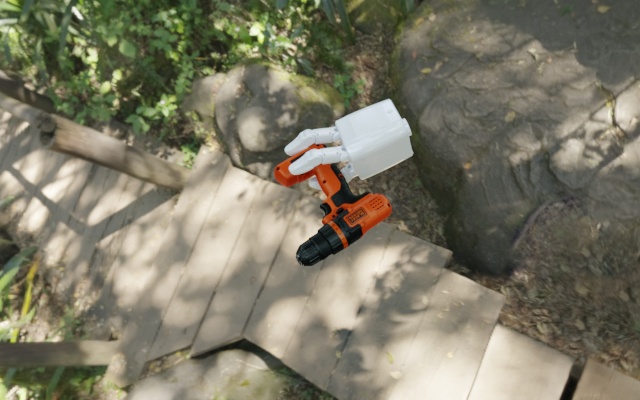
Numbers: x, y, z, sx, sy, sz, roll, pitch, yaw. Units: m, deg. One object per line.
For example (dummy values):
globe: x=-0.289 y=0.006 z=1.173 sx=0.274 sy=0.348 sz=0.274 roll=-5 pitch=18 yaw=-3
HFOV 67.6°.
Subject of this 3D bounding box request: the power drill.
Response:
power drill: x=0.000 y=0.002 z=0.824 sx=0.184 sy=0.187 sz=0.057 roll=-32 pitch=-23 yaw=-15
